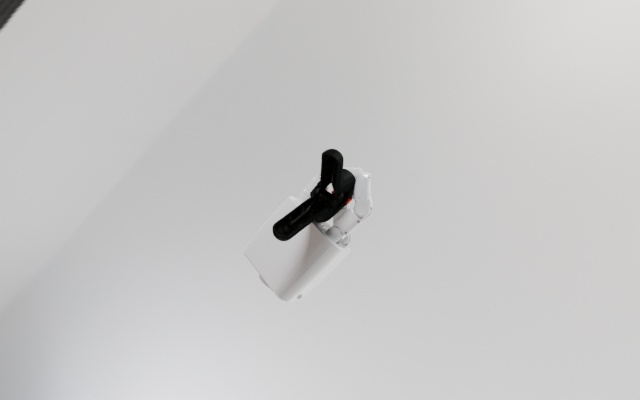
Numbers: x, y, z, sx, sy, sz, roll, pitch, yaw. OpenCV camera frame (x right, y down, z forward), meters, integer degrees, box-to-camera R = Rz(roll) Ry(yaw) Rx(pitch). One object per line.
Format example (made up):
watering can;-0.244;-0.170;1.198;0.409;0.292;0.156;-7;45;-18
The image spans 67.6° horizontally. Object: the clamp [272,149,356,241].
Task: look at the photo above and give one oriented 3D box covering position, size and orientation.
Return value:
clamp;0.000;0.001;0.596;0.039;0.120;0.171;44;5;16
